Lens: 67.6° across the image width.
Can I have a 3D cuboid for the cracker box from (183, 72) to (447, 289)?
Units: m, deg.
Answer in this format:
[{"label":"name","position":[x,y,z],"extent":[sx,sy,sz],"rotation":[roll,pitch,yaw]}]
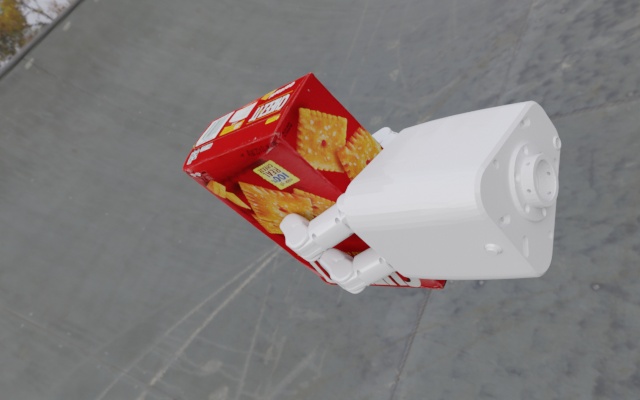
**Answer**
[{"label":"cracker box","position":[0.000,0.001,0.441],"extent":[0.214,0.072,0.164],"rotation":[42,-30,-28]}]
